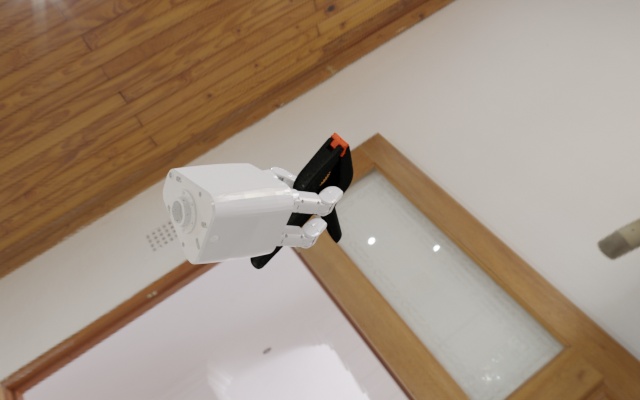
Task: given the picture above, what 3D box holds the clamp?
[{"bbox_3d":[0.000,0.001,0.663,0.164,0.210,0.036,-9,44,-46],"label":"clamp"}]
